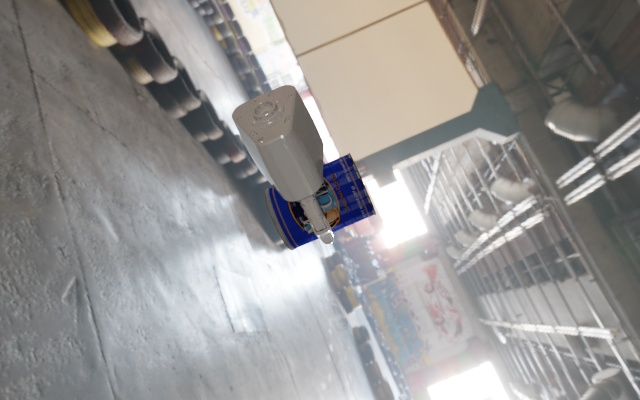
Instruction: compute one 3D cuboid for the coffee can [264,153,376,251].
[{"bbox_3d":[0.000,0.003,0.725,0.140,0.103,0.103,-23,-2,4],"label":"coffee can"}]
